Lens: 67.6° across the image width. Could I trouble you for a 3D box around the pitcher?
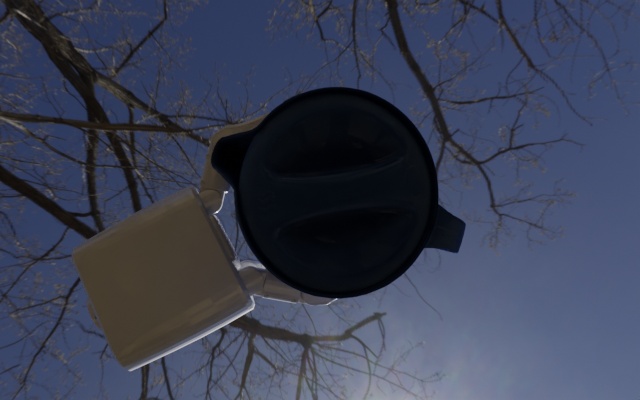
[{"bbox_3d":[0.000,0.001,0.413,0.145,0.149,0.243,-28,4,-10],"label":"pitcher"}]
